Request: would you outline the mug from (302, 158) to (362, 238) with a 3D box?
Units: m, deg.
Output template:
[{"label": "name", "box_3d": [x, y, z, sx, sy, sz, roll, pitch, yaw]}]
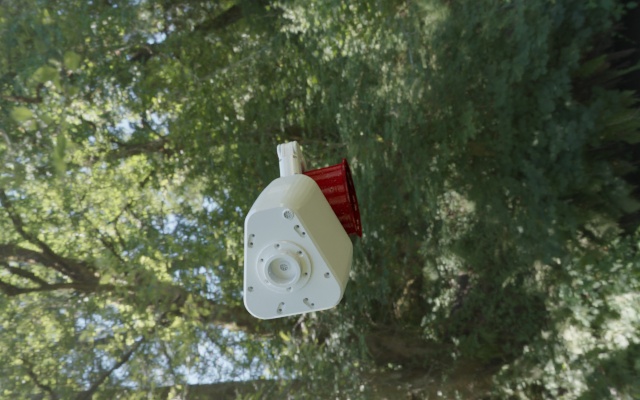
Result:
[{"label": "mug", "box_3d": [0.000, 0.001, 0.566, 0.081, 0.093, 0.117, -12, 13, 9]}]
